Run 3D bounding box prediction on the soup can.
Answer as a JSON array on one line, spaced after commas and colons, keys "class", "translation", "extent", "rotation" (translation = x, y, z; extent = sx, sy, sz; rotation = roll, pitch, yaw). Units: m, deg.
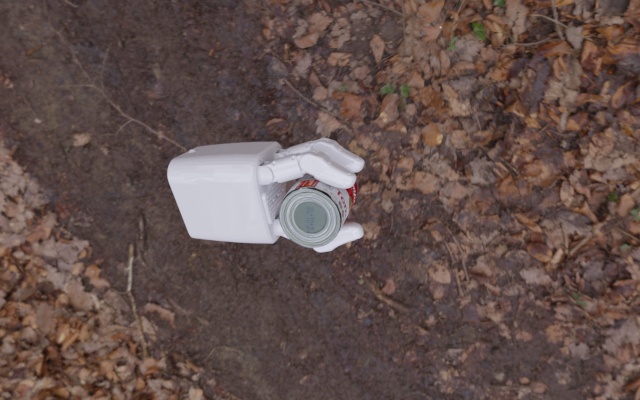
[{"class": "soup can", "translation": [0.001, 0.002, 0.527], "extent": [0.068, 0.068, 0.102], "rotation": [0, 19, 14]}]
